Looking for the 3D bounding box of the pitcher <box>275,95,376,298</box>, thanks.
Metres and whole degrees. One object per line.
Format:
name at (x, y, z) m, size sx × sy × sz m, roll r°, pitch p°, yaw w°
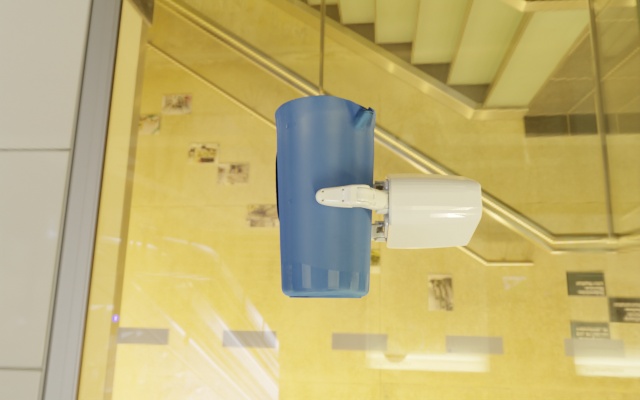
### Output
pitcher at (0.000, 0.002, 0.615) m, size 0.145 × 0.242 × 0.149 m, roll -1°, pitch -12°, yaw 6°
